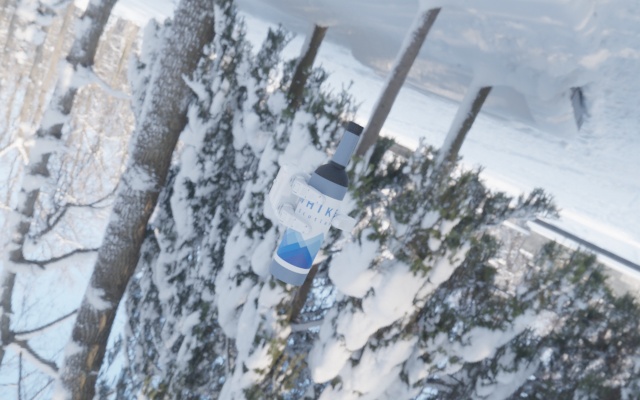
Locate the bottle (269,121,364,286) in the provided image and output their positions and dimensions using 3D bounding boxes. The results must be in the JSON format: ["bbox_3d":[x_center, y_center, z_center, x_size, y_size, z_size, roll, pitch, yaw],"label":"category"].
[{"bbox_3d":[0.000,0.003,0.827,0.069,0.296,0.069,24,9,-4],"label":"bottle"}]
